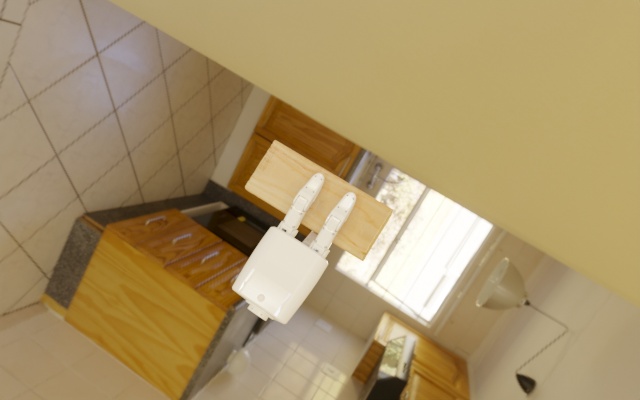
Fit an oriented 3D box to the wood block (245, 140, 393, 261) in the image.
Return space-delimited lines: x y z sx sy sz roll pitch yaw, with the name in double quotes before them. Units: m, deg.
"wood block" 0.000 0.003 0.743 0.206 0.090 0.091 31 -3 10
